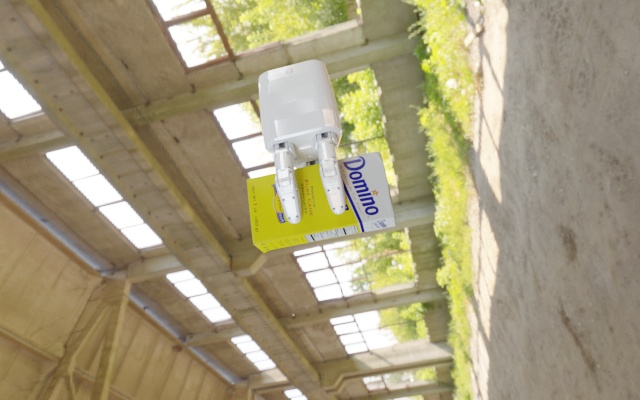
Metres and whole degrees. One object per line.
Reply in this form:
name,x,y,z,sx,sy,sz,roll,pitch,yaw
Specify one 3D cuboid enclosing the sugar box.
sugar box,0.000,0.002,0.603,0.176,0.093,0.048,-13,-22,8
